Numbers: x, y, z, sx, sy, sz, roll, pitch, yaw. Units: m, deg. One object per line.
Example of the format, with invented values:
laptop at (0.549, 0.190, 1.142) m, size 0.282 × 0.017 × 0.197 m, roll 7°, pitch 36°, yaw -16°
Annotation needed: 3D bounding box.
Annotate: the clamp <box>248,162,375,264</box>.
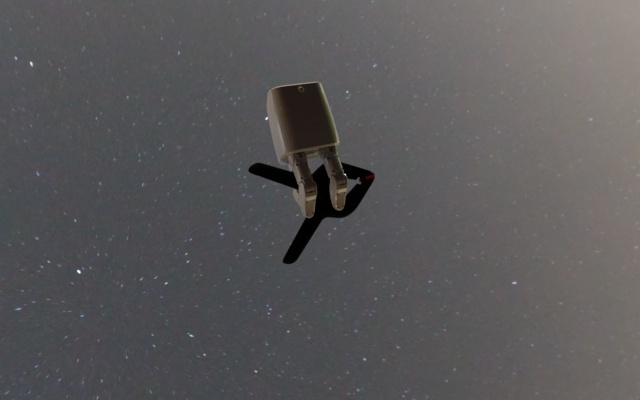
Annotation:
clamp at (0.000, 0.002, 0.776) m, size 0.210 × 0.164 × 0.036 m, roll -14°, pitch 0°, yaw -25°
